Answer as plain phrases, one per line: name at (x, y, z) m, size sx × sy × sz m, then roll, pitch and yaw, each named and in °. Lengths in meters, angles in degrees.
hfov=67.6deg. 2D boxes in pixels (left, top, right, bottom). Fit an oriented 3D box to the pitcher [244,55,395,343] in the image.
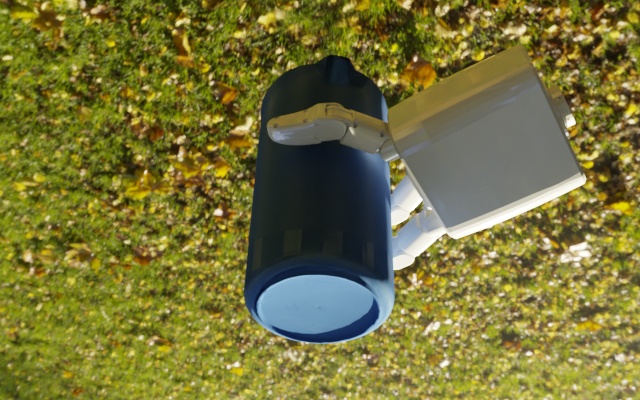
pitcher at (0.000, 0.001, 0.428) m, size 0.145 × 0.242 × 0.149 m, roll -25°, pitch -51°, yaw 24°
